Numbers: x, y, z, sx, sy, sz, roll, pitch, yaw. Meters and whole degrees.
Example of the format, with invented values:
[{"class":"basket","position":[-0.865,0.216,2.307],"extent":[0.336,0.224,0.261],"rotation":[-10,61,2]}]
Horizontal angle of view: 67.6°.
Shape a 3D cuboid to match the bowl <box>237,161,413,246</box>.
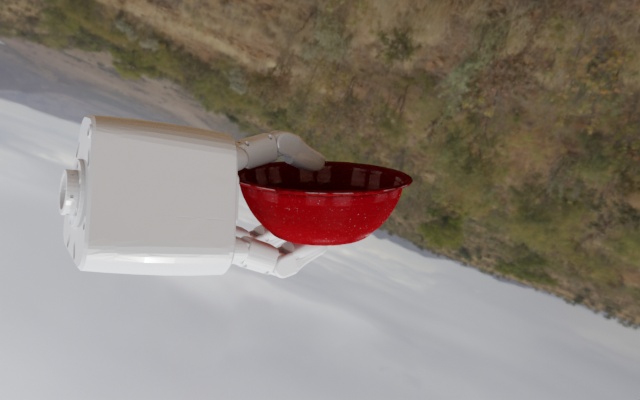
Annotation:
[{"class":"bowl","position":[0.001,0.002,0.435],"extent":[0.162,0.055,0.162],"rotation":[1,13,0]}]
